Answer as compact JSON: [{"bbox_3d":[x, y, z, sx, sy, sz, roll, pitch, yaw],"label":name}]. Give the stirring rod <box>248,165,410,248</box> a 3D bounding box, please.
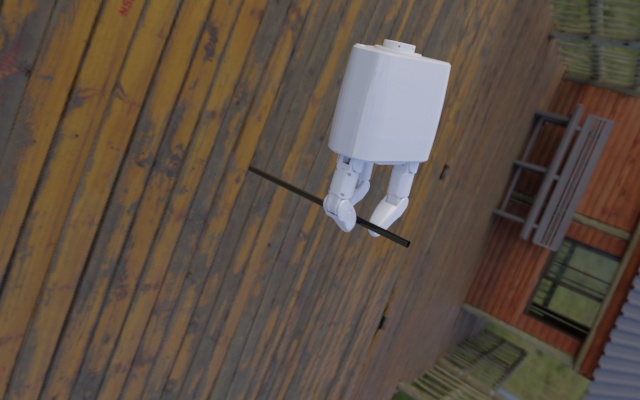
[{"bbox_3d":[0.000,0.002,0.563,0.239,0.011,0.011,26,14,32],"label":"stirring rod"}]
